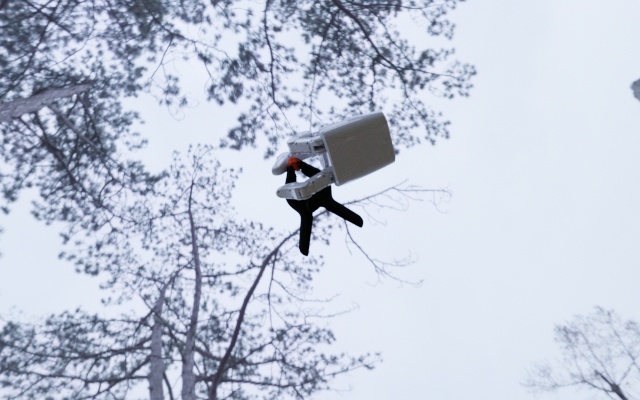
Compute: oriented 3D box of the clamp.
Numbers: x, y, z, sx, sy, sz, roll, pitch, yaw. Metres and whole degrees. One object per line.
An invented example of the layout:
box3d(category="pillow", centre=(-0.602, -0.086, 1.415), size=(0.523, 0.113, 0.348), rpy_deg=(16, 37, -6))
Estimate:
box3d(category="clamp", centre=(0.000, 0.002, 0.793), size=(0.120, 0.171, 0.039), rpy_deg=(-22, 25, -10))
